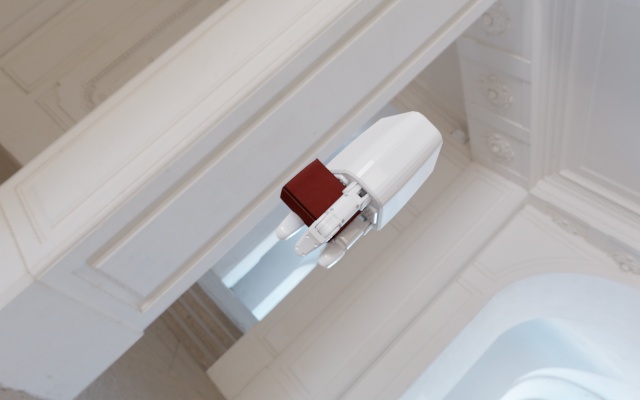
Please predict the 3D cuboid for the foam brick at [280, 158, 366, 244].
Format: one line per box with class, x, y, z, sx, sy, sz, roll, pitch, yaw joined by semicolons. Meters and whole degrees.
foam brick;0.000;0.002;0.530;0.051;0.078;0.053;-44;-1;-14
